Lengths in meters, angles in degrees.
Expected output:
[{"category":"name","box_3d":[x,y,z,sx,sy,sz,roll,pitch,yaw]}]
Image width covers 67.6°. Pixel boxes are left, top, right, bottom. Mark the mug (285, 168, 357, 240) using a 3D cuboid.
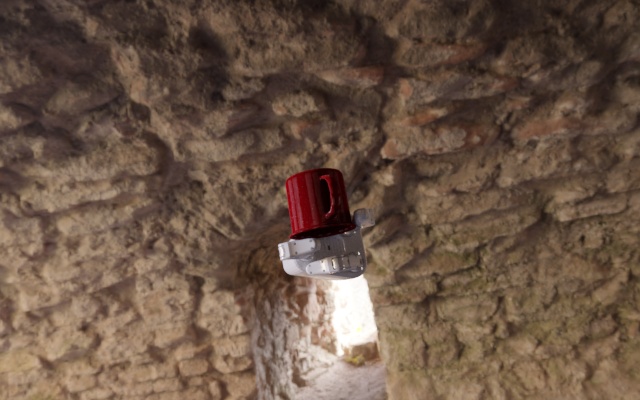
[{"category":"mug","box_3d":[0.000,0.002,0.645,0.093,0.081,0.117,-6,-13,-17]}]
